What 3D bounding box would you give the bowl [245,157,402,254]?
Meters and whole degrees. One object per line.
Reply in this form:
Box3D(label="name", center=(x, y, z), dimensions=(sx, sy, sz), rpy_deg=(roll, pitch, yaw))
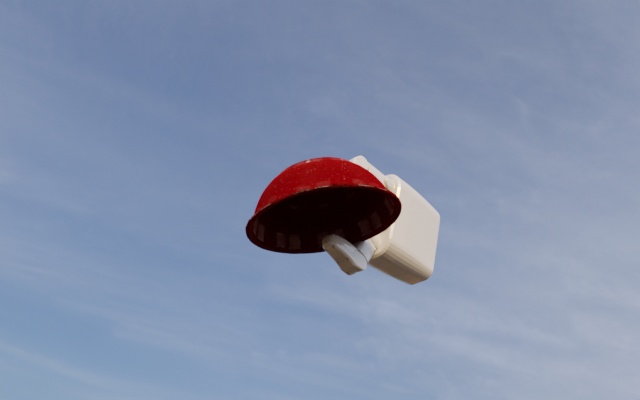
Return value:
Box3D(label="bowl", center=(-0.001, 0.001, 0.500), dimensions=(0.162, 0.055, 0.162), rpy_deg=(-9, -26, -4))
